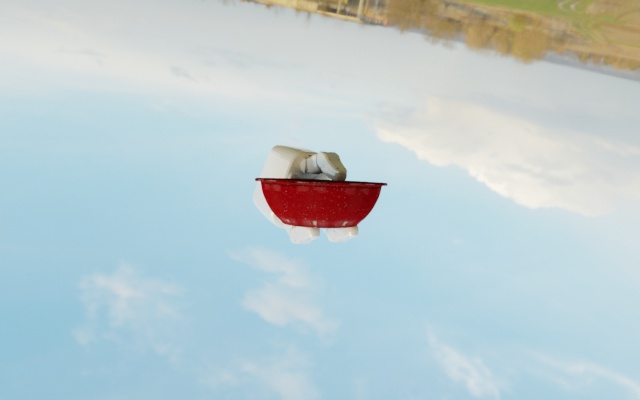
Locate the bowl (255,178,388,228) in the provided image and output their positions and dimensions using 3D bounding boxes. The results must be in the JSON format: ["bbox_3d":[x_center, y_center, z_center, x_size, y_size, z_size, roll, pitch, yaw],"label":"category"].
[{"bbox_3d":[0.000,0.002,0.583,0.162,0.055,0.162,2,3,0],"label":"bowl"}]
